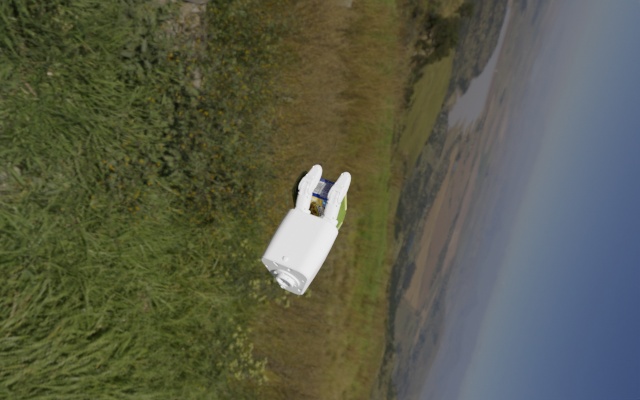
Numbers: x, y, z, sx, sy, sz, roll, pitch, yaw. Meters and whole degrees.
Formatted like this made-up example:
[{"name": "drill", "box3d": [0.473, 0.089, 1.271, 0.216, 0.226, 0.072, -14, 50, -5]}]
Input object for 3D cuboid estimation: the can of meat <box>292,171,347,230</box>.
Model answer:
[{"name": "can of meat", "box3d": [0.000, 0.003, 0.885, 0.084, 0.057, 0.102, 19, -36, 20]}]
